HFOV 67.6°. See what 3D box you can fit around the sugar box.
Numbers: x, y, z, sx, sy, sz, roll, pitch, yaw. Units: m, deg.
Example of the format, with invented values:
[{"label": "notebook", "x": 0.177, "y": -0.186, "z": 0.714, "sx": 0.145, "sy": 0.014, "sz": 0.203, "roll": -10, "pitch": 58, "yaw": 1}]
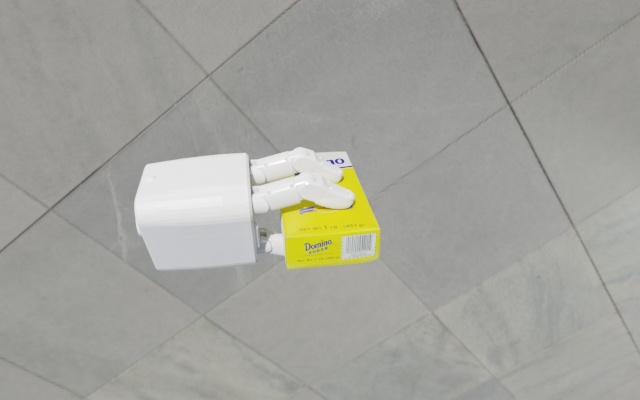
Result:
[{"label": "sugar box", "x": 0.000, "y": 0.001, "z": 0.525, "sx": 0.093, "sy": 0.048, "sz": 0.176, "roll": -4, "pitch": 34, "yaw": -8}]
